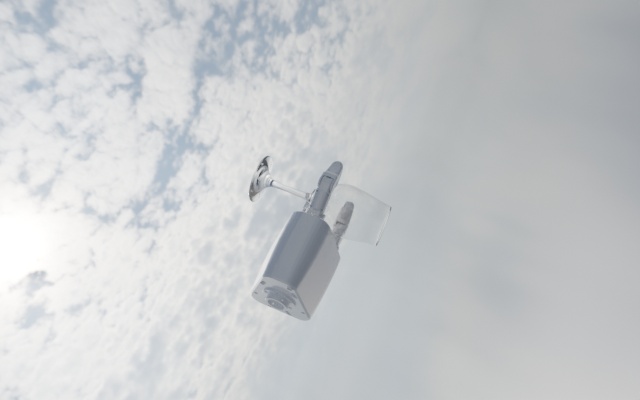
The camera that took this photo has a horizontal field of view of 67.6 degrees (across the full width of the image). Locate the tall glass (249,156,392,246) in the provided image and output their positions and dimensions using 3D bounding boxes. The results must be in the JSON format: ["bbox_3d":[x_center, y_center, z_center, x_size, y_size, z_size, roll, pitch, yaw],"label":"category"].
[{"bbox_3d":[0.000,0.002,0.705,0.201,0.079,0.079,21,4,10],"label":"tall glass"}]
